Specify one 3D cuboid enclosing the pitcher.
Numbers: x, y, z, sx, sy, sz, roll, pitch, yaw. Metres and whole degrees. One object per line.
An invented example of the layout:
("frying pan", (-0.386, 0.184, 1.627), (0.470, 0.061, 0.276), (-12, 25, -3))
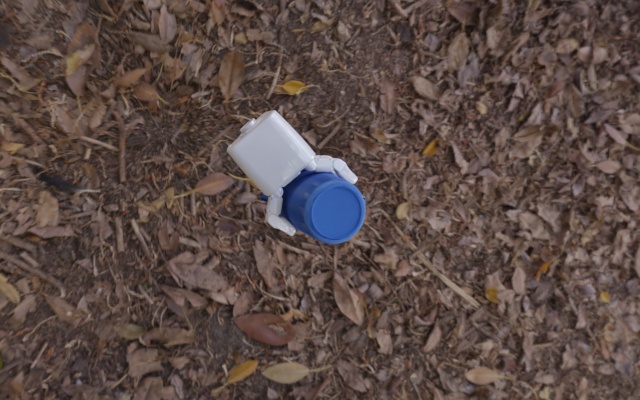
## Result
("pitcher", (0.000, 0.003, 0.886), (0.149, 0.145, 0.243), (-43, 18, -8))
